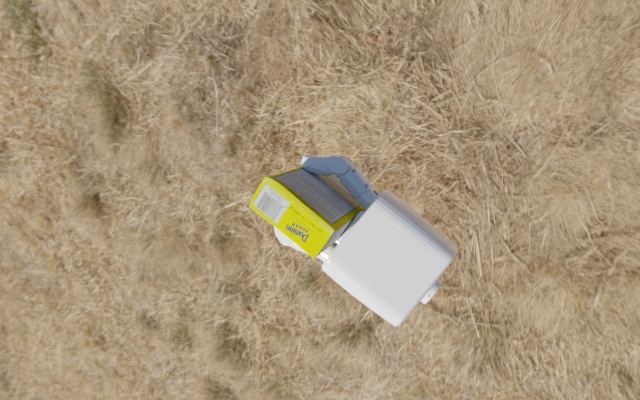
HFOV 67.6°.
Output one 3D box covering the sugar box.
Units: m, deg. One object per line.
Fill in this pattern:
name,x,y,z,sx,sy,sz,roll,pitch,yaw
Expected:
sugar box,0.000,0.002,0.561,0.093,0.048,0.176,39,19,11
